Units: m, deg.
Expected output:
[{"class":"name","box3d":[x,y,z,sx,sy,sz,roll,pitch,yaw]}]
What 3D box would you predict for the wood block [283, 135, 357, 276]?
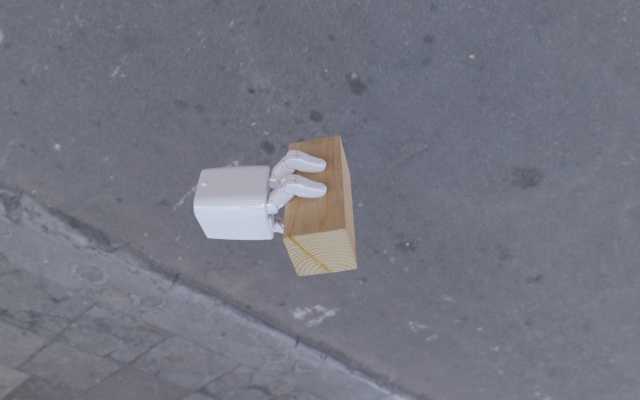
[{"class":"wood block","box3d":[0.000,0.003,0.735,0.090,0.206,0.091,-9,-46,8]}]
